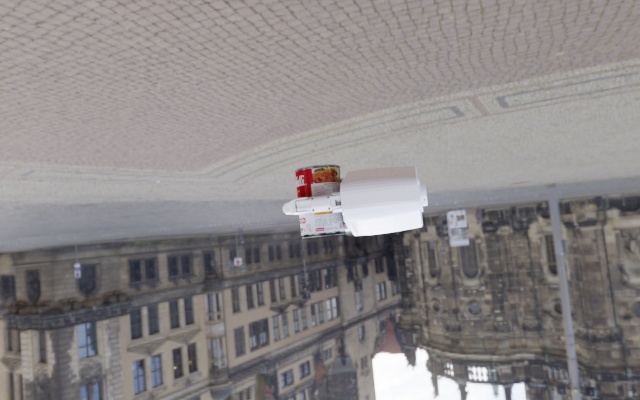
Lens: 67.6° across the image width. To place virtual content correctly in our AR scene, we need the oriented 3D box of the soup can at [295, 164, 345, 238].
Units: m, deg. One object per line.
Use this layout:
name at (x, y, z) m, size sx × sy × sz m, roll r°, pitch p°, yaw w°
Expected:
soup can at (0.000, 0.003, 0.712) m, size 0.068 × 0.102 × 0.068 m, roll -6°, pitch -4°, yaw 0°
